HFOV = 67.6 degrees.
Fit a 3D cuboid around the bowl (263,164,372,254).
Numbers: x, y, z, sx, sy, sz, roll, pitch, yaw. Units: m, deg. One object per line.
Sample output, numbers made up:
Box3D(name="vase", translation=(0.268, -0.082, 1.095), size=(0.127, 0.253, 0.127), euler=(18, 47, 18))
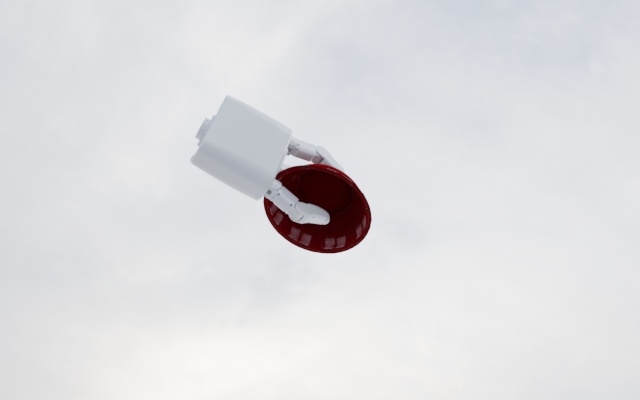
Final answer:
Box3D(name="bowl", translation=(0.001, 0.003, 0.707), size=(0.162, 0.162, 0.055), euler=(0, 36, 18))
